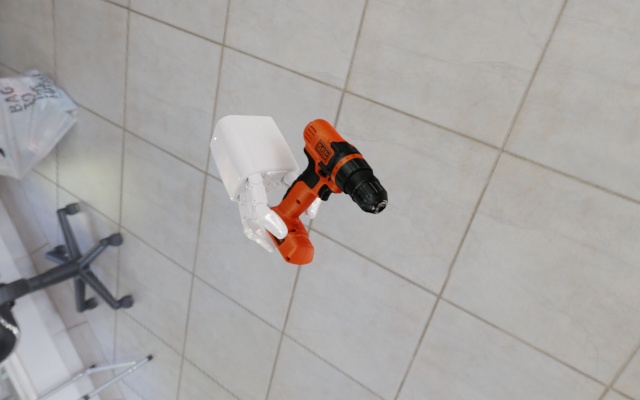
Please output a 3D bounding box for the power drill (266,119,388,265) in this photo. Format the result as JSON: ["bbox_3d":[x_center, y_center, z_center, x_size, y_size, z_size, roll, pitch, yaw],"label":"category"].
[{"bbox_3d":[0.000,0.002,0.683,0.057,0.188,0.184,11,33,-42],"label":"power drill"}]
